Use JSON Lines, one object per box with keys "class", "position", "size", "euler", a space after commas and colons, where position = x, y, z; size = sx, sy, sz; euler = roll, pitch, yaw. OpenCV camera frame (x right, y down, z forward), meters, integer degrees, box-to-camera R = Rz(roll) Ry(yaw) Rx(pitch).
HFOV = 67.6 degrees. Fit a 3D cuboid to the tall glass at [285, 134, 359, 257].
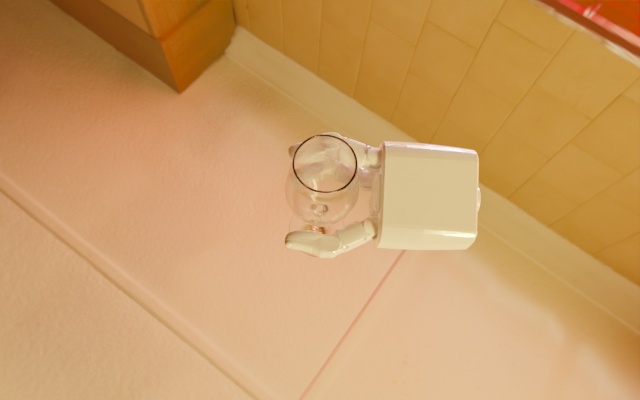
{"class": "tall glass", "position": [0.000, 0.002, 0.538], "size": [0.079, 0.079, 0.201], "euler": [0, -22, -2]}
